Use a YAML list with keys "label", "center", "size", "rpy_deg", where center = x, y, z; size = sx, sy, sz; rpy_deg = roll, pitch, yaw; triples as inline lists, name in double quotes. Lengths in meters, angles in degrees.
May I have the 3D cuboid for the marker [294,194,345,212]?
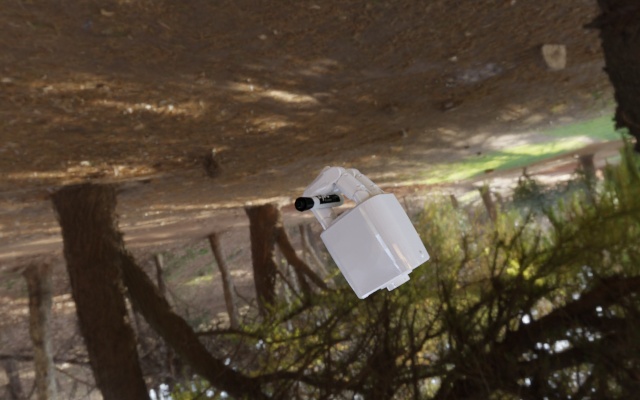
- label: "marker"
  center: [0.000, 0.002, 0.642]
  size: [0.020, 0.020, 0.121]
  rpy_deg: [0, 3, 26]
